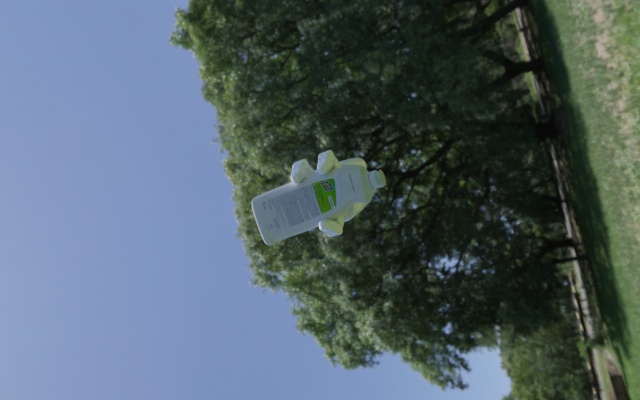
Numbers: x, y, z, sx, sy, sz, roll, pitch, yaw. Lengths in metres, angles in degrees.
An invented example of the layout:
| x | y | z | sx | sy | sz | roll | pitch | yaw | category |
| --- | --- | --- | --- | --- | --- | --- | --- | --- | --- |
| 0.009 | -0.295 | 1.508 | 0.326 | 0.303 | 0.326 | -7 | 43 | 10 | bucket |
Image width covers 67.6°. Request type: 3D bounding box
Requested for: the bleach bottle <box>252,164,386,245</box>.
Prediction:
| x | y | z | sx | sy | sz | roll | pitch | yaw | category |
| --- | --- | --- | --- | --- | --- | --- | --- | --- | --- |
| 0.000 | 0.003 | 0.865 | 0.251 | 0.102 | 0.068 | -17 | 5 | 25 | bleach bottle |
